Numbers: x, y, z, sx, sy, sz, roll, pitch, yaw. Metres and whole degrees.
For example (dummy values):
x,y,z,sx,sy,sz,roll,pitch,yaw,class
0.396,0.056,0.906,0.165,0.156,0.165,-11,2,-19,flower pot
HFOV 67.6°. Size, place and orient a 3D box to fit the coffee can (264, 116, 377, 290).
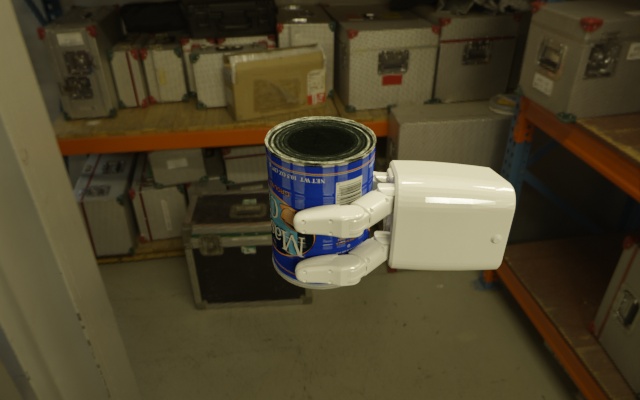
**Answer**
x,y,z,sx,sy,sz,roll,pitch,yaw,class
0.000,0.002,0.473,0.103,0.140,0.102,0,32,0,coffee can
